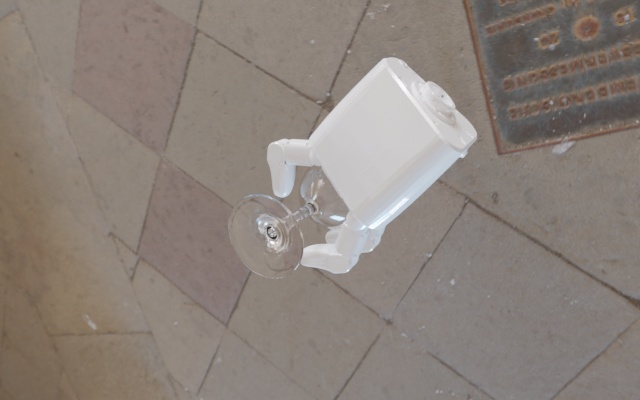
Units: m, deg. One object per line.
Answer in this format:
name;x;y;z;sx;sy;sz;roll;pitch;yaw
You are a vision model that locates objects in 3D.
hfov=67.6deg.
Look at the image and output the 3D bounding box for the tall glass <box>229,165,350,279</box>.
tall glass;0.000;0.002;0.478;0.079;0.079;0.201;0;17;29
